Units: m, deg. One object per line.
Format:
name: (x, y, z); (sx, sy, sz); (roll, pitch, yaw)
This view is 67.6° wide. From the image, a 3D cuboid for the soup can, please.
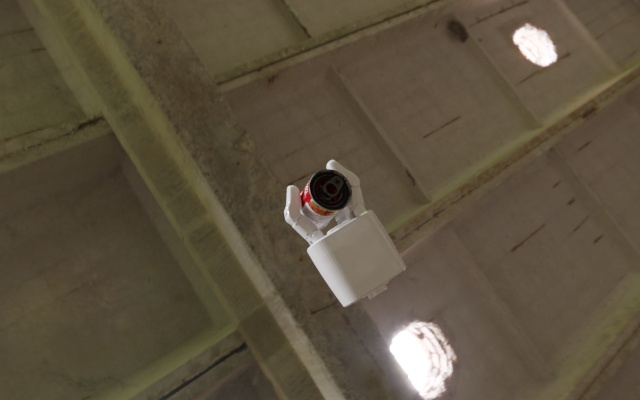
soup can: (0.000, 0.002, 0.756); (0.068, 0.068, 0.102); (0, -22, -19)
